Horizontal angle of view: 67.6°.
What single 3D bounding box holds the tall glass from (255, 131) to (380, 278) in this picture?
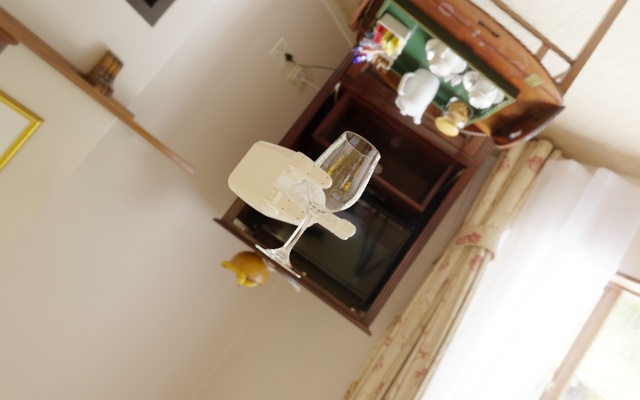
[{"bbox_3d":[0.000,0.003,0.654,0.079,0.201,0.079,36,-8,6],"label":"tall glass"}]
